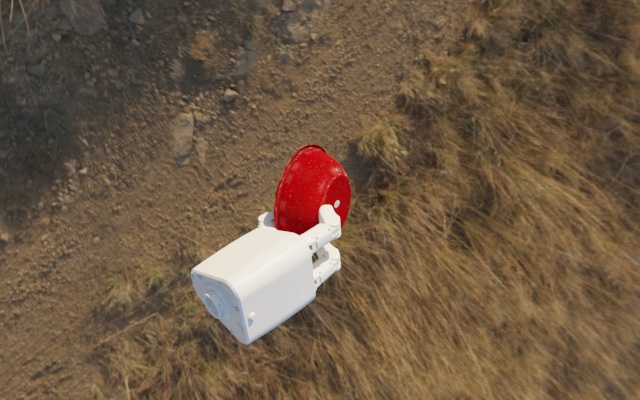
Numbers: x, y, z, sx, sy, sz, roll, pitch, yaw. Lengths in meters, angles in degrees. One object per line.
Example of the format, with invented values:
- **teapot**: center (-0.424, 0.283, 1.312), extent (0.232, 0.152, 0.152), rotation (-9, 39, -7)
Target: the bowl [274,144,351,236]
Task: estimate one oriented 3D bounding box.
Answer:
- **bowl**: center (0.001, 0.001, 0.689), extent (0.055, 0.162, 0.162), rotation (13, 6, 27)
